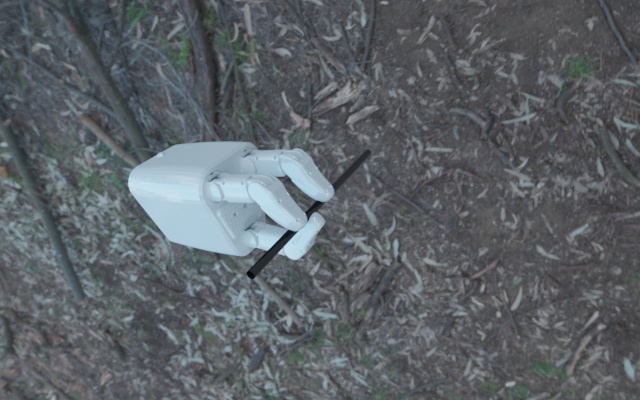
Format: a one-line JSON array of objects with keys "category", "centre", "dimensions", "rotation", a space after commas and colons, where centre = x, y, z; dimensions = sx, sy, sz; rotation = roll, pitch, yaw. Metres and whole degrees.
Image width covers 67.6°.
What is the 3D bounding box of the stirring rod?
[{"category": "stirring rod", "centre": [0.000, 0.002, 0.468], "dimensions": [0.011, 0.011, 0.239], "rotation": [0, 29, 32]}]
